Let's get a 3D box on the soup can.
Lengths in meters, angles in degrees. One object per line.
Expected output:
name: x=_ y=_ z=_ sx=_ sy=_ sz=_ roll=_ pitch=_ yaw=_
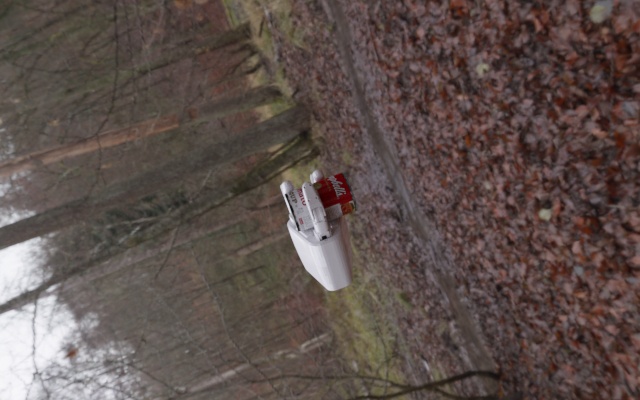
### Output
soup can: x=0.000 y=0.002 z=0.775 sx=0.102 sy=0.068 sz=0.068 roll=-20 pitch=2 yaw=-5
